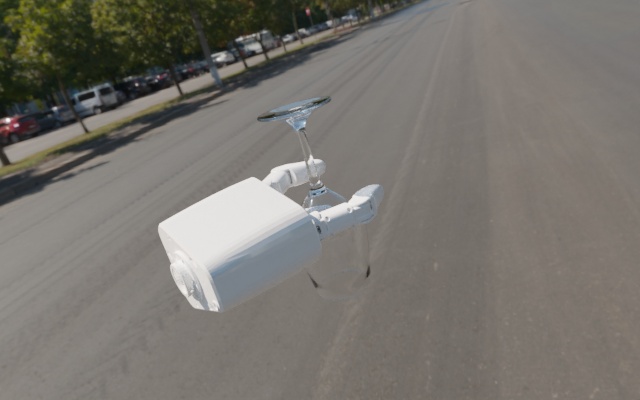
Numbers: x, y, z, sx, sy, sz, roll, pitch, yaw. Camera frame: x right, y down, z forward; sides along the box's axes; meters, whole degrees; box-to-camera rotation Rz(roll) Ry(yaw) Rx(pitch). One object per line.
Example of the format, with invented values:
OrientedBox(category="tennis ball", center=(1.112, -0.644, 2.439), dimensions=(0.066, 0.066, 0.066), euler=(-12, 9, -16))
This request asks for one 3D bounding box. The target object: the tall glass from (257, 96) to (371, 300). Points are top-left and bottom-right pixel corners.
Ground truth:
OrientedBox(category="tall glass", center=(0.000, 0.001, 0.491), dimensions=(0.079, 0.201, 0.079), euler=(-14, 19, 5))
